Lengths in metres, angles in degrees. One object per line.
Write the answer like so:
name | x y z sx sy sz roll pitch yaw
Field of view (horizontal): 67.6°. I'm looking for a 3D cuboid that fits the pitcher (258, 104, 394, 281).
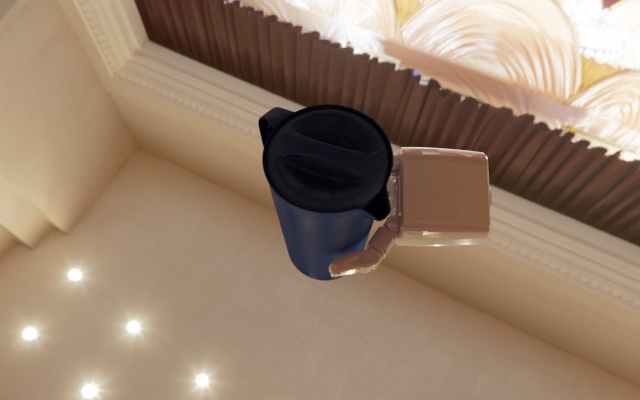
pitcher | 0.000 0.002 0.586 0.145 0.149 0.243 0 -29 0
